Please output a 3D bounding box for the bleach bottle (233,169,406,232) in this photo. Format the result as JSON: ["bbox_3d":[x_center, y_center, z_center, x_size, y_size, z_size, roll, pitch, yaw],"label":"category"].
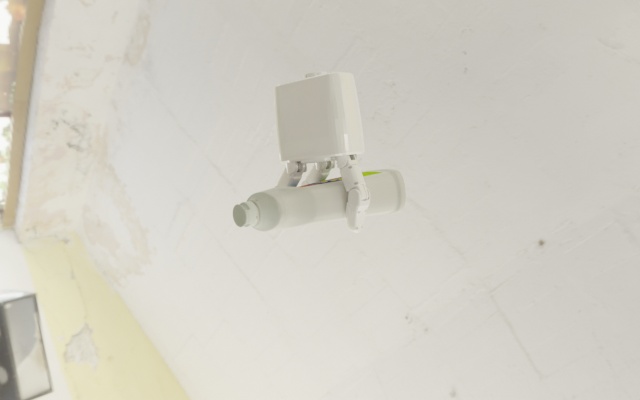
[{"bbox_3d":[0.000,0.002,0.646,0.251,0.068,0.102,-10,5,-42],"label":"bleach bottle"}]
